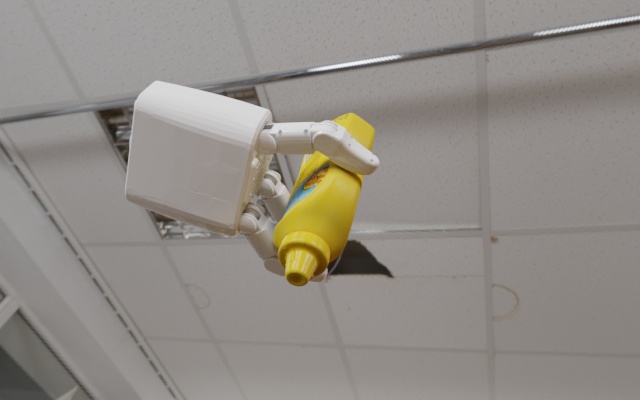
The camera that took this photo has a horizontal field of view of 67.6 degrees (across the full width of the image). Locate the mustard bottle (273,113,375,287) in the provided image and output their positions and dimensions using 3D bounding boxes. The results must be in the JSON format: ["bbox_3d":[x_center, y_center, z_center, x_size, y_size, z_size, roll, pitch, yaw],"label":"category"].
[{"bbox_3d":[0.000,0.001,0.434,0.058,0.191,0.096,35,-53,-13],"label":"mustard bottle"}]
